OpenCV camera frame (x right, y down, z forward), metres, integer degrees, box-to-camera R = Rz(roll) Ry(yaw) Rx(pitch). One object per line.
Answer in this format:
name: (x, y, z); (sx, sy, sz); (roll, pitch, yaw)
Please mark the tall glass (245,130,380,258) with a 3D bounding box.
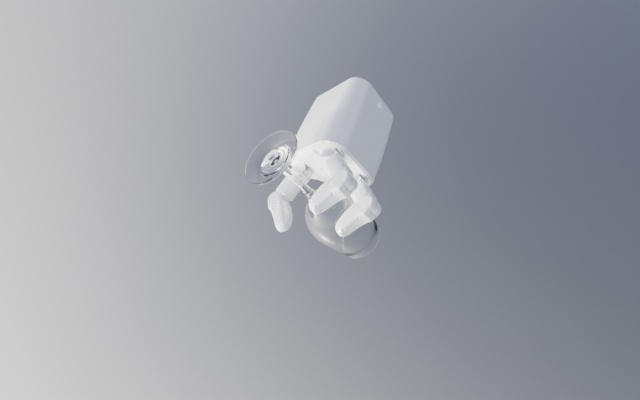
tall glass: (0.000, 0.002, 0.596); (0.079, 0.079, 0.201); (0, -31, 41)
